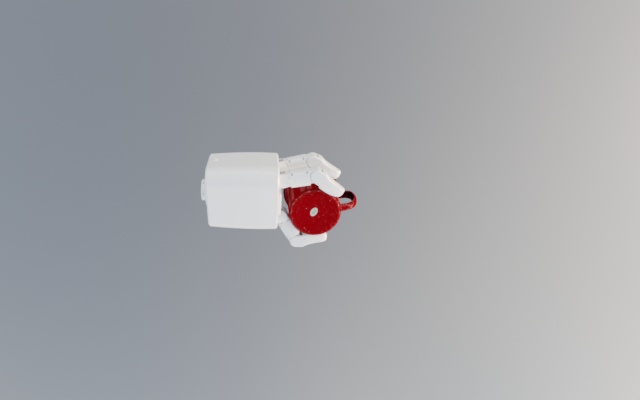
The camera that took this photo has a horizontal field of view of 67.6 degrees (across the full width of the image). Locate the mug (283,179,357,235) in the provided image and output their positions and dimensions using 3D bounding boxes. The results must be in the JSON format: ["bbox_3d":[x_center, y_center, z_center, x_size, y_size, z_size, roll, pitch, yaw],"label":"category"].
[{"bbox_3d":[0.002,0.003,0.766,0.117,0.093,0.081,0,26,-6],"label":"mug"}]
